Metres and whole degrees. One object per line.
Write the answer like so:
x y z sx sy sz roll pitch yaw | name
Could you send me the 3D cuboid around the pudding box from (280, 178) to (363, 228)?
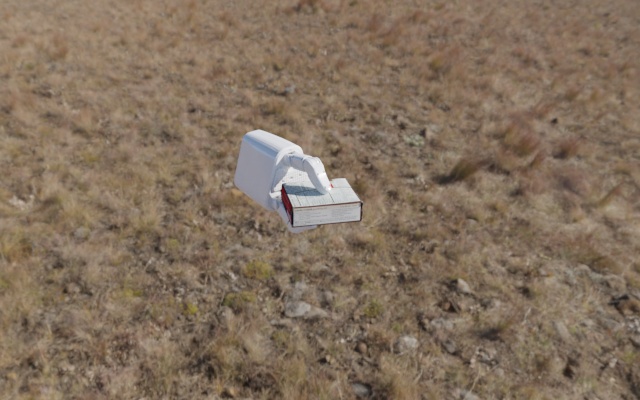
0.000 0.002 0.748 0.113 0.039 0.090 -6 29 -12 | pudding box
